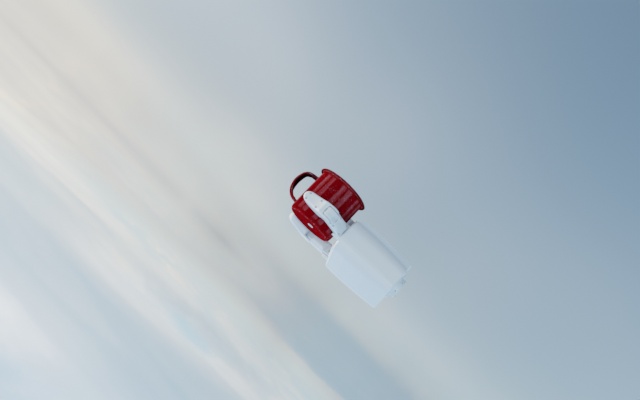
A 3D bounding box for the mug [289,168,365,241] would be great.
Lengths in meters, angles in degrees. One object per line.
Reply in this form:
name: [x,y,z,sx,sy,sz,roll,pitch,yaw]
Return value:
mug: [-0.001,0.002,0.758,0.117,0.081,0.093,41,-12,15]
